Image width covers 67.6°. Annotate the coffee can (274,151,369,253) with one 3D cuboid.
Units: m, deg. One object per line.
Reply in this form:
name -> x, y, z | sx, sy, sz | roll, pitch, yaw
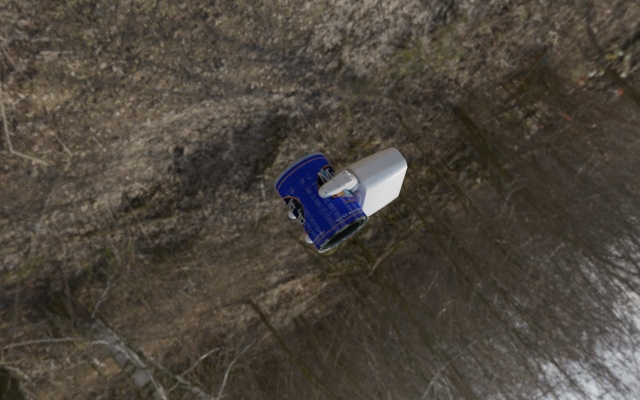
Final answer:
coffee can -> 0.000, 0.003, 0.812 | 0.103, 0.140, 0.103 | -33, -14, -9
